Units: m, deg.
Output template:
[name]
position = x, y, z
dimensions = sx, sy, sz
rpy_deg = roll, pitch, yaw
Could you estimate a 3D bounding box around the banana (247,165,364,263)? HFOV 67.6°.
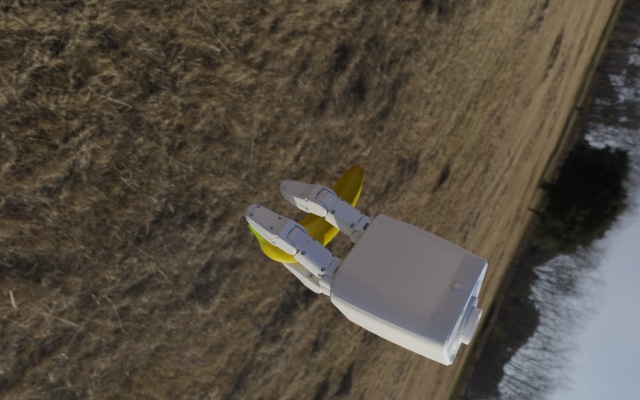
[banana]
position = -0.003, 0.019, 0.522
dimensions = 0.037, 0.070, 0.197
rpy_deg = 20, 30, 27
